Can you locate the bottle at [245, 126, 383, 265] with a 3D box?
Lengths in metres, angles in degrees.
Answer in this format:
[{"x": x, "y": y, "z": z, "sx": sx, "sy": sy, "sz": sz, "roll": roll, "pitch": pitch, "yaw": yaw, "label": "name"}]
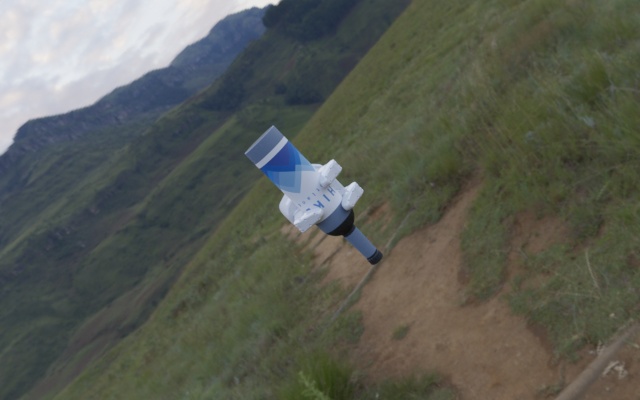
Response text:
[{"x": 0.000, "y": 0.002, "z": 0.812, "sx": 0.296, "sy": 0.069, "sz": 0.069, "roll": 45, "pitch": -13, "yaw": -13, "label": "bottle"}]
